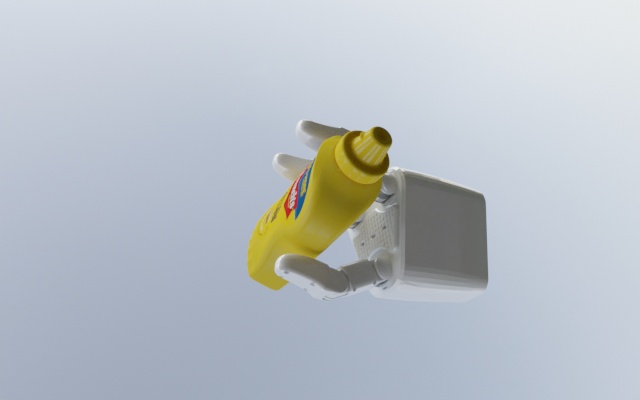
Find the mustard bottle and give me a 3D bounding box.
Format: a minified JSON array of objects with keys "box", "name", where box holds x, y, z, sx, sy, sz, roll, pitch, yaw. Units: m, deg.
[{"box":[0.000,0.001,0.402,0.058,0.096,0.192,31,-40,-11],"name":"mustard bottle"}]
